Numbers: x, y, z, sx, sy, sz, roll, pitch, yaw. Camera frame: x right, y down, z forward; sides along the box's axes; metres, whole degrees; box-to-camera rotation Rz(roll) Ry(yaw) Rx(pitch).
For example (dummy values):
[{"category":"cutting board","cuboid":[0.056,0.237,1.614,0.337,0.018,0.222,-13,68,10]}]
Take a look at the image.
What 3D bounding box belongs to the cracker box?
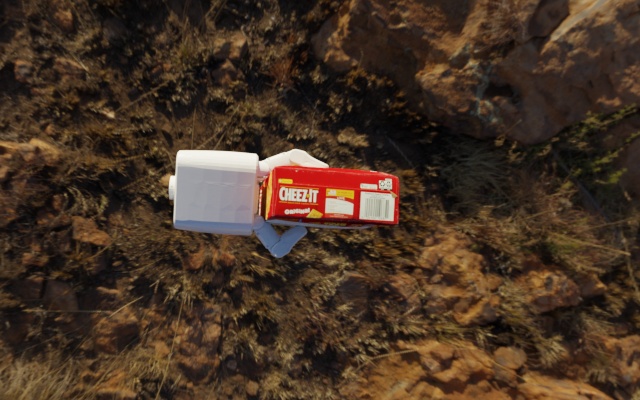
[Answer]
[{"category":"cracker box","cuboid":[0.000,0.002,0.689,0.164,0.072,0.214,4,-5,-11]}]
